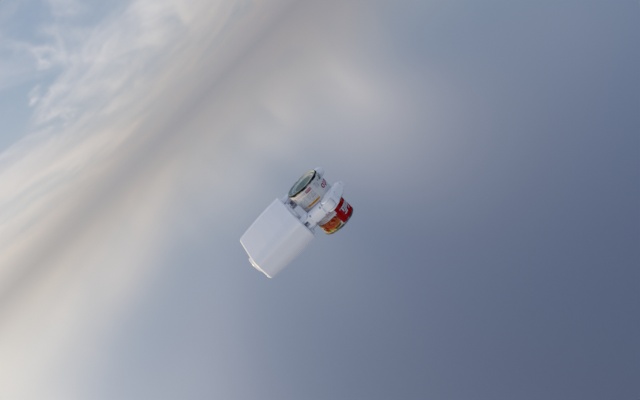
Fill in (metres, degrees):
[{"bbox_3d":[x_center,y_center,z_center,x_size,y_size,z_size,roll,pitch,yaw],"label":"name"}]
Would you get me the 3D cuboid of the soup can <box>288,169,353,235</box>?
[{"bbox_3d":[0.000,0.002,0.850,0.102,0.068,0.068,45,-17,-18],"label":"soup can"}]
